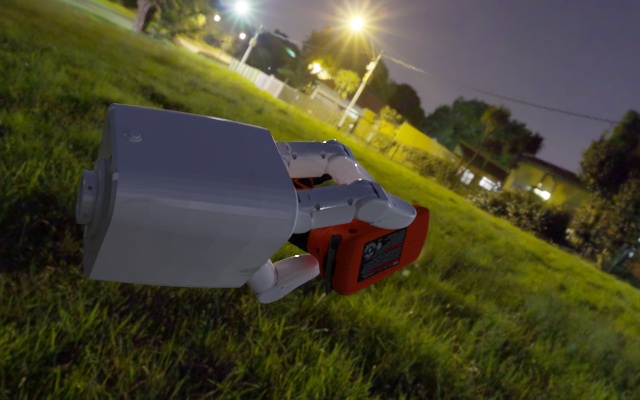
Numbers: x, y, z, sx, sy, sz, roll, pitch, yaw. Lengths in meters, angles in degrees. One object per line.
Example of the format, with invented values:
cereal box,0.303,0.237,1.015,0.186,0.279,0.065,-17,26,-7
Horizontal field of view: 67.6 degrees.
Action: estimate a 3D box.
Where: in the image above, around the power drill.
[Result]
power drill,0.000,0.002,0.432,0.184,0.057,0.187,-19,35,-41
